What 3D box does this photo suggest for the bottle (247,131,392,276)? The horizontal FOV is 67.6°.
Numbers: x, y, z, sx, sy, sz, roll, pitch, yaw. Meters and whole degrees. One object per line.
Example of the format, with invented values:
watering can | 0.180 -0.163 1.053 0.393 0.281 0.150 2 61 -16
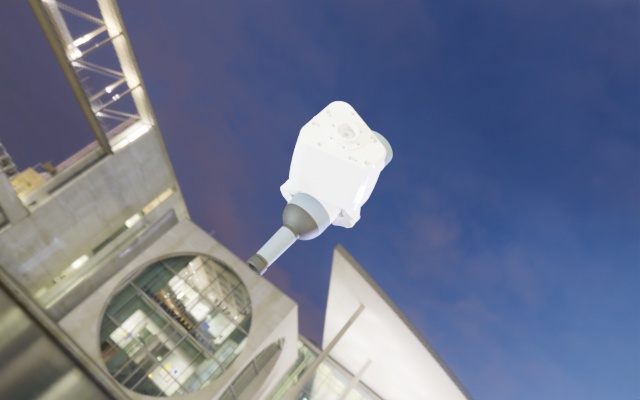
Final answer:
bottle | 0.000 0.002 0.724 0.295 0.069 0.069 -45 25 -28
